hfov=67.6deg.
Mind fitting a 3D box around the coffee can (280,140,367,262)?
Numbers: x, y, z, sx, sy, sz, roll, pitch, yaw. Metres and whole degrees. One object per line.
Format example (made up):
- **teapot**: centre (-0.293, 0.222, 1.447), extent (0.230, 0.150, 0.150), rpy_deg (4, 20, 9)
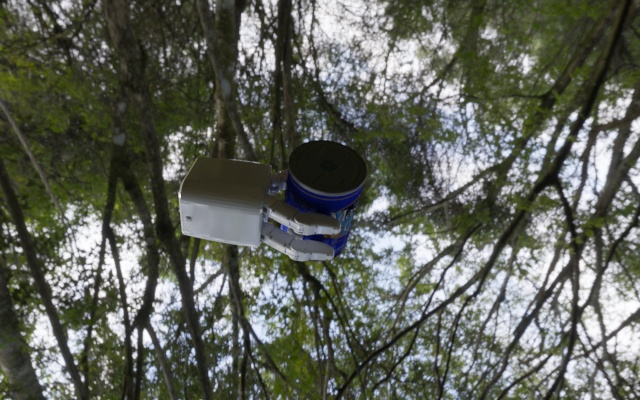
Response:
- **coffee can**: centre (0.000, 0.002, 0.663), extent (0.103, 0.102, 0.140), rpy_deg (0, -44, -11)
